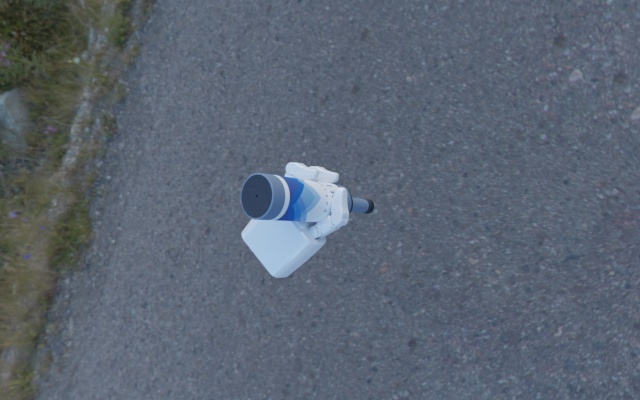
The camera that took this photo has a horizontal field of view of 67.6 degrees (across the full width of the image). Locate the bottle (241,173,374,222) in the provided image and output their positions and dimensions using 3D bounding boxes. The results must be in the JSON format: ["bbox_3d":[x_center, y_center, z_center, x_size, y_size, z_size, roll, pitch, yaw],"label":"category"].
[{"bbox_3d":[0.000,0.003,0.787,0.069,0.069,0.296,0,-3,38],"label":"bottle"}]
